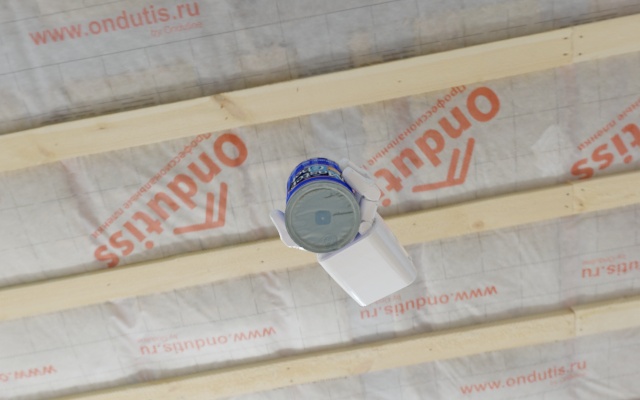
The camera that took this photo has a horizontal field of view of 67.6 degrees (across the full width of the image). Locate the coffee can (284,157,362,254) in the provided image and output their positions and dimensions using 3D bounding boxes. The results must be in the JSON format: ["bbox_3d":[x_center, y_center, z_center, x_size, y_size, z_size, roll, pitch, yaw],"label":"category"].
[{"bbox_3d":[0.000,0.002,0.696,0.103,0.103,0.140,0,18,-3],"label":"coffee can"}]
